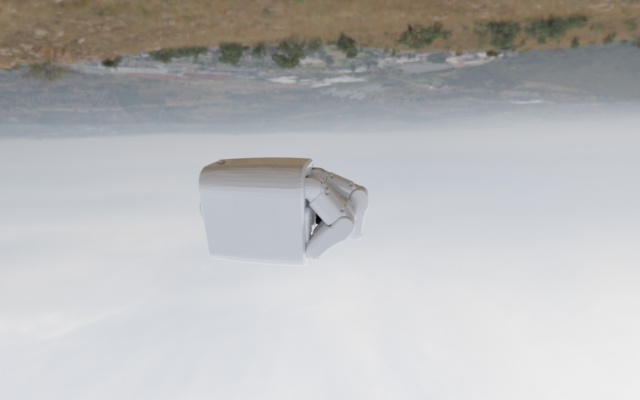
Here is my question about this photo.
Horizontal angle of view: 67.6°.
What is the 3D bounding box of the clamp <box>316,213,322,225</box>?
[{"bbox_3d":[0.000,0.003,0.606,0.120,0.039,0.171,5,8,5],"label":"clamp"}]
